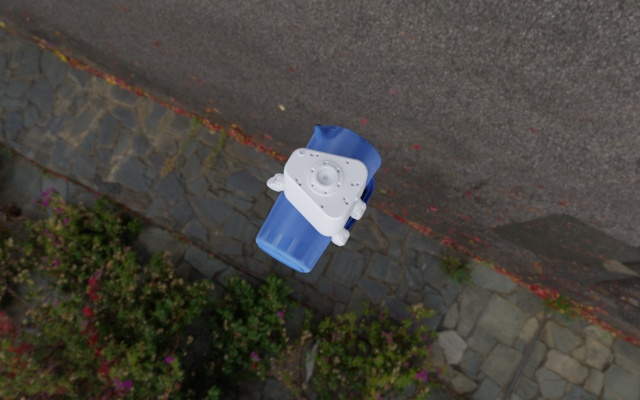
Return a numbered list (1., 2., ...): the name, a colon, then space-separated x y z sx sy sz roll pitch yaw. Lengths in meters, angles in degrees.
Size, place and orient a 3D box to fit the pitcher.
1. pitcher: 0.000 0.003 0.835 0.149 0.242 0.145 30 -14 3
